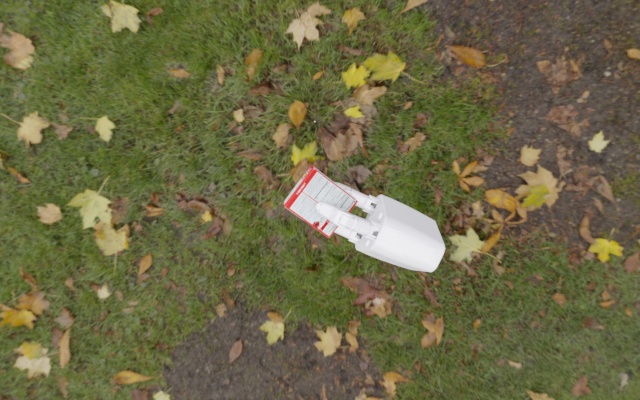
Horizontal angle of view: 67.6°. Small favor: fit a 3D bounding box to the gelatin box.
[{"bbox_3d":[0.000,0.002,0.725,0.089,0.073,0.030,36,5,-16],"label":"gelatin box"}]
